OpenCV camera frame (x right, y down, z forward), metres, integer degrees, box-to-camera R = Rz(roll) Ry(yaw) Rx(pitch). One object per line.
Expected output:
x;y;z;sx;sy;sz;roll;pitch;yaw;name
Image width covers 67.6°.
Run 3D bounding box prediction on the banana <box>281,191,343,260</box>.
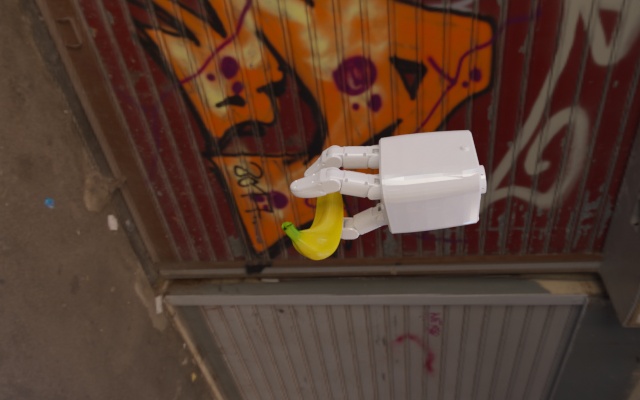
0.004;0.020;0.567;0.037;0.070;0.197;-9;17;15;banana
